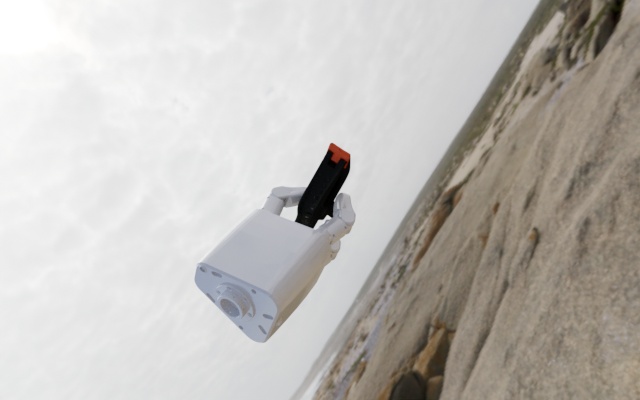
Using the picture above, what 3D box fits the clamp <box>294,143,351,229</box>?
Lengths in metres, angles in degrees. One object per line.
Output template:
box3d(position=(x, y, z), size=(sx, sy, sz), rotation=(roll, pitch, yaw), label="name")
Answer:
box3d(position=(-0.001, 0.001, 0.623), size=(0.036, 0.210, 0.164), rotation=(33, 43, 9), label="clamp")
